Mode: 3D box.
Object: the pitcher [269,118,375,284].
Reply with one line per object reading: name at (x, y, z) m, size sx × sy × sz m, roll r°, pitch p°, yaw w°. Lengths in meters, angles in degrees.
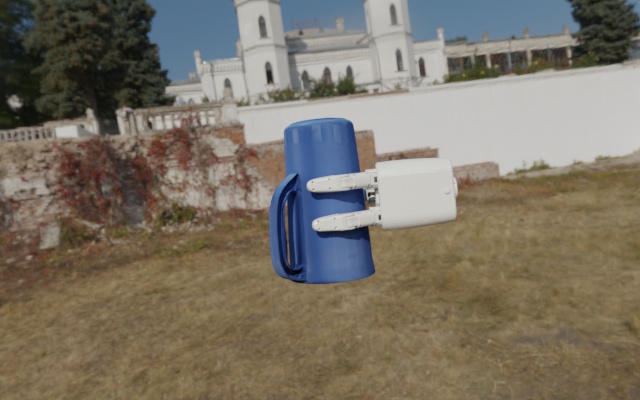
pitcher at (0.000, 0.002, 0.726) m, size 0.145 × 0.243 × 0.149 m, roll -6°, pitch 2°, yaw 4°
